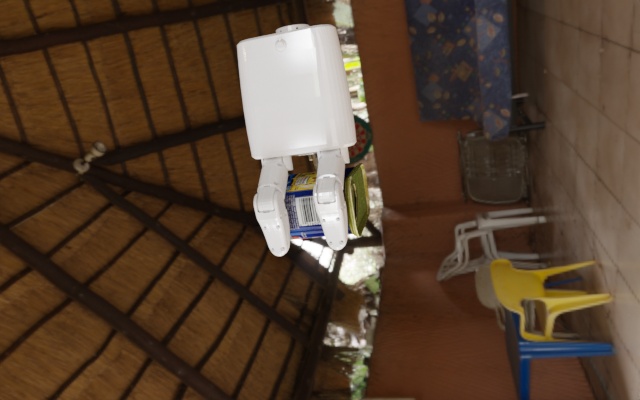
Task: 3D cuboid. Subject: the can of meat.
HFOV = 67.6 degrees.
[{"bbox_3d":[0.000,0.002,0.475,0.084,0.057,0.102,-6,14,14],"label":"can of meat"}]
